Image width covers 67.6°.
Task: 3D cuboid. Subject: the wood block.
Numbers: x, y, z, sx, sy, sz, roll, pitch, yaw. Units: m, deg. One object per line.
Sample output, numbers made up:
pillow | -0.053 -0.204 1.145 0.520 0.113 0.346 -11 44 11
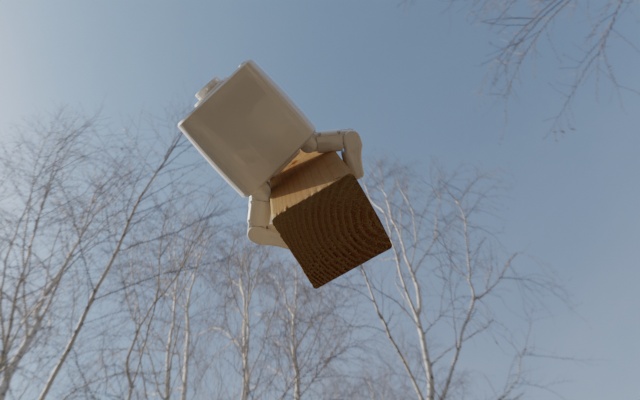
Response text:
wood block | 0.000 0.001 0.551 0.091 0.090 0.206 -30 18 3
